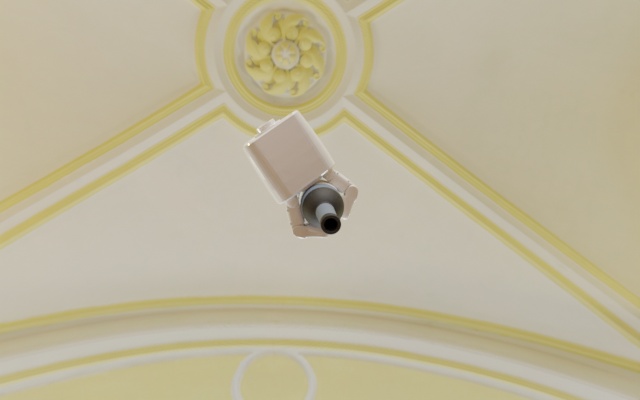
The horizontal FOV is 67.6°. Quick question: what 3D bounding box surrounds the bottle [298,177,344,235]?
[{"bbox_3d":[0.000,0.003,0.771,0.069,0.069,0.295,0,12,-6],"label":"bottle"}]
